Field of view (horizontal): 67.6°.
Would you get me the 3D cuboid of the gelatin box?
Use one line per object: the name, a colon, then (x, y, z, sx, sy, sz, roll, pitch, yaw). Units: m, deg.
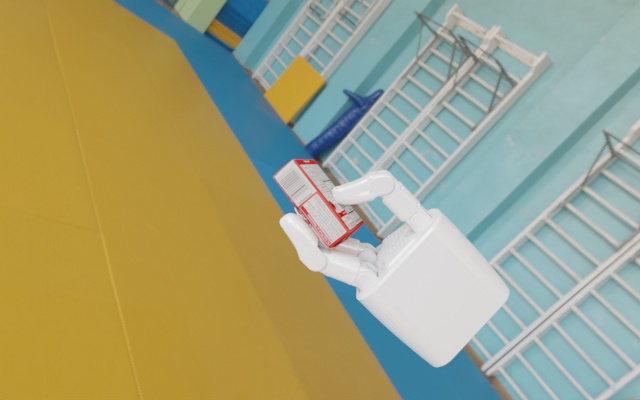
gelatin box: (0.000, 0.001, 0.470, 0.030, 0.089, 0.073, -39, -5, 14)
